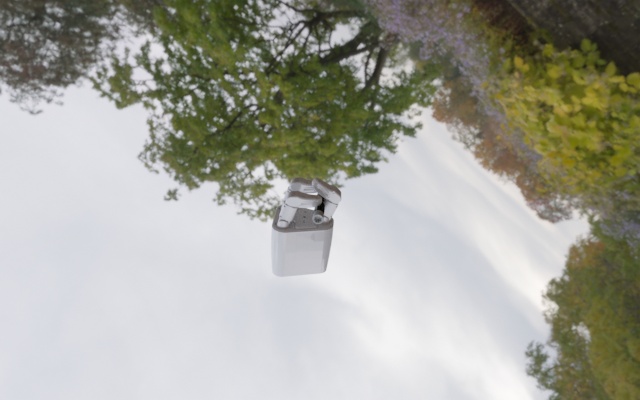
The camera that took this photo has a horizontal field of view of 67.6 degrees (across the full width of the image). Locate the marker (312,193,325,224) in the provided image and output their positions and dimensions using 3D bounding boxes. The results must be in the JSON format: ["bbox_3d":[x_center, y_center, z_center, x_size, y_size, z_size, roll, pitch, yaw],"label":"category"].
[{"bbox_3d":[0.000,0.003,0.847,0.020,0.020,0.121,0,28,4],"label":"marker"}]
